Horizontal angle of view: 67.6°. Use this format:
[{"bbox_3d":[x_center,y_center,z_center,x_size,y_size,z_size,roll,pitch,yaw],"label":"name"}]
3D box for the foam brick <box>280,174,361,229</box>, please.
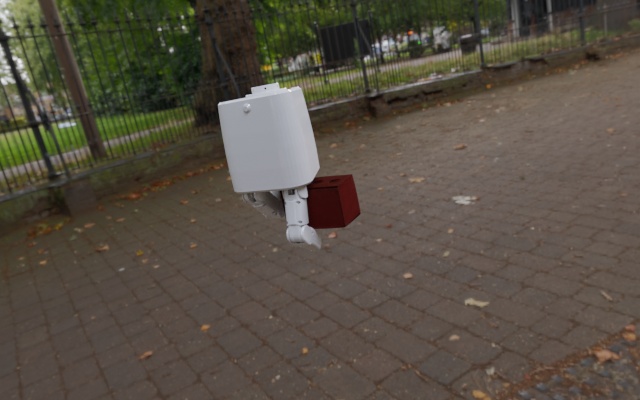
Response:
[{"bbox_3d":[0.000,0.002,0.571,0.078,0.051,0.053,-4,15,25],"label":"foam brick"}]
